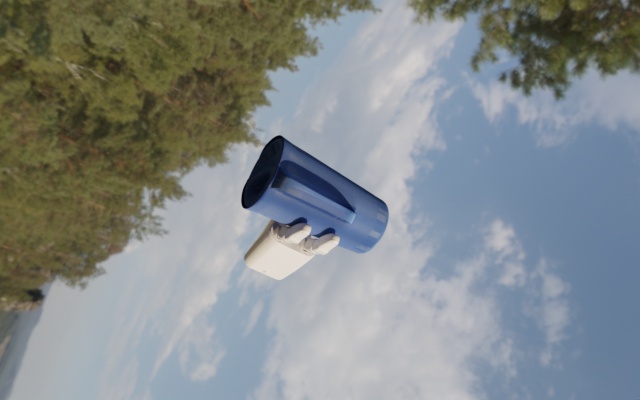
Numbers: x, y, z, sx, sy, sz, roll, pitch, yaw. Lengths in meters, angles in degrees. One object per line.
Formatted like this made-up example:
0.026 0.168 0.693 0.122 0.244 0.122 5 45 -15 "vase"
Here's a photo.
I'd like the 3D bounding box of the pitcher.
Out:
0.000 0.003 0.813 0.243 0.149 0.145 27 -47 -24 "pitcher"
